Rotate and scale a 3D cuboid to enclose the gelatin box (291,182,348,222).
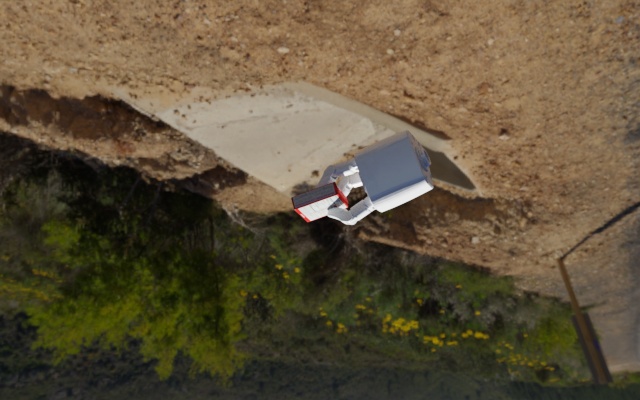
[{"bbox_3d":[0.000,0.003,0.895,0.089,0.030,0.073,-21,-26,11],"label":"gelatin box"}]
